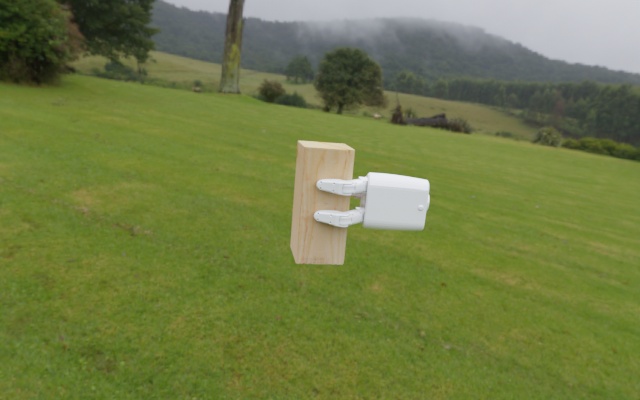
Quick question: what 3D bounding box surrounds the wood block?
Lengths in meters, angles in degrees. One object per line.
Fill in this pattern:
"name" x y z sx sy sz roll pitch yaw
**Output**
"wood block" 0.000 0.003 0.860 0.090 0.206 0.090 2 14 -10
